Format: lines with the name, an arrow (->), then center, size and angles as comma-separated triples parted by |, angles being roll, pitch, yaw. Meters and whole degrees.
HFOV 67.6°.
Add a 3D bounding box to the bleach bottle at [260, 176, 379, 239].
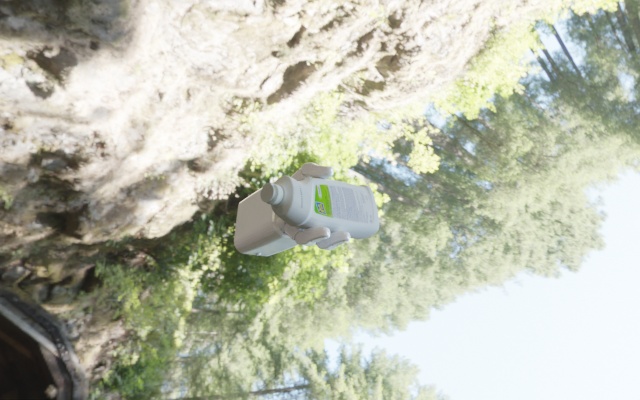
bleach bottle -> 0.000, 0.003, 0.788 | 0.068, 0.102, 0.251 | -26, -26, 33
